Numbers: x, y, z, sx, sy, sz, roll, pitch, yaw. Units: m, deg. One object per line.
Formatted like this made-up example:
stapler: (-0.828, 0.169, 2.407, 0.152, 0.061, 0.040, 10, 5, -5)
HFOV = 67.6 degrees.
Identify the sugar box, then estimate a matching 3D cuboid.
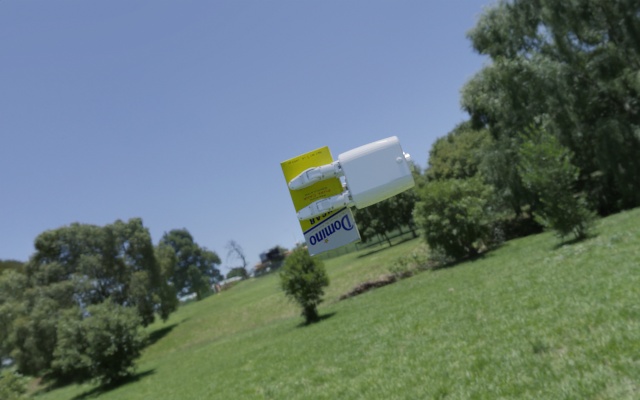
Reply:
sugar box: (0.000, 0.003, 0.841, 0.093, 0.176, 0.048, -20, -11, 6)
